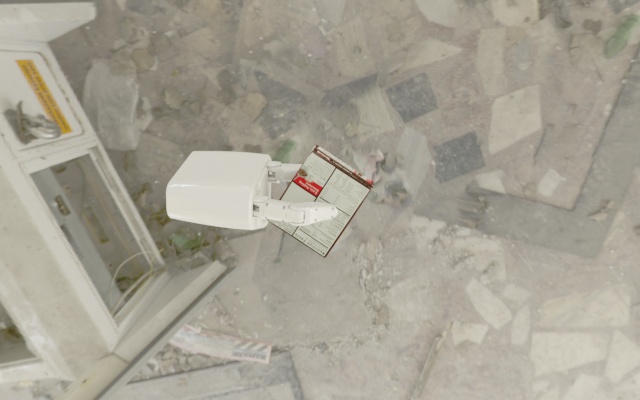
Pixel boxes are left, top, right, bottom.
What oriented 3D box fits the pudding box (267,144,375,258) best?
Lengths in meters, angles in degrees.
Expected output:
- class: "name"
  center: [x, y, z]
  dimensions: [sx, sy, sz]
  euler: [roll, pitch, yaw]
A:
- class: "pudding box"
  center: [0.000, 0.002, 0.596]
  dimensions: [0.090, 0.113, 0.039]
  euler: [33, 19, -1]
